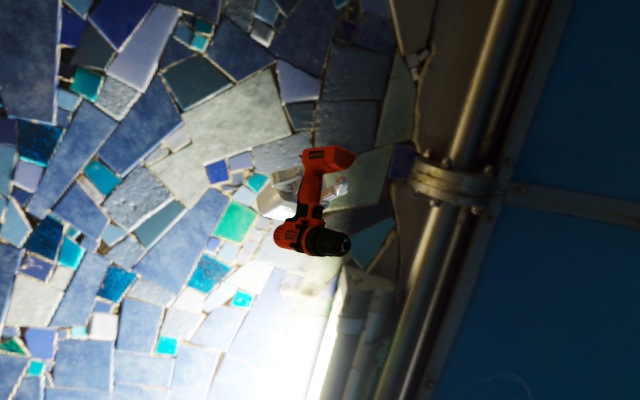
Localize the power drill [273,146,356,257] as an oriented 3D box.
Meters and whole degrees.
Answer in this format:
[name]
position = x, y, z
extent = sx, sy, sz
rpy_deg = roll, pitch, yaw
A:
[power drill]
position = 0.000, 0.002, 0.813
extent = 0.057, 0.187, 0.184
rpy_deg = 25, -14, -38
